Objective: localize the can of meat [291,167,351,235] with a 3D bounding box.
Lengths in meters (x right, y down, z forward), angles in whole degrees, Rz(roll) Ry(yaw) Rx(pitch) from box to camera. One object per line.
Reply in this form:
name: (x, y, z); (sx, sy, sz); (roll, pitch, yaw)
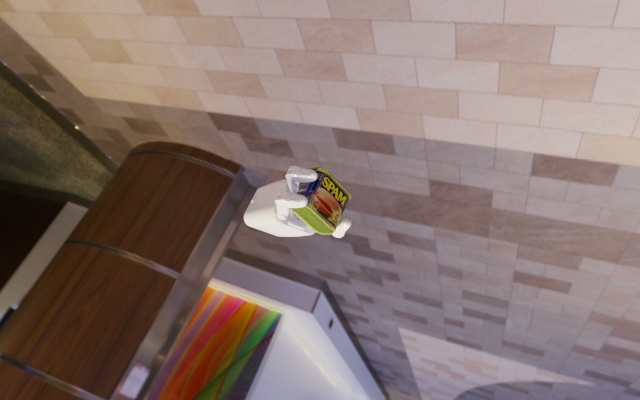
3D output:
can of meat: (0.000, 0.003, 0.882); (0.057, 0.084, 0.102); (-6, -40, 44)
